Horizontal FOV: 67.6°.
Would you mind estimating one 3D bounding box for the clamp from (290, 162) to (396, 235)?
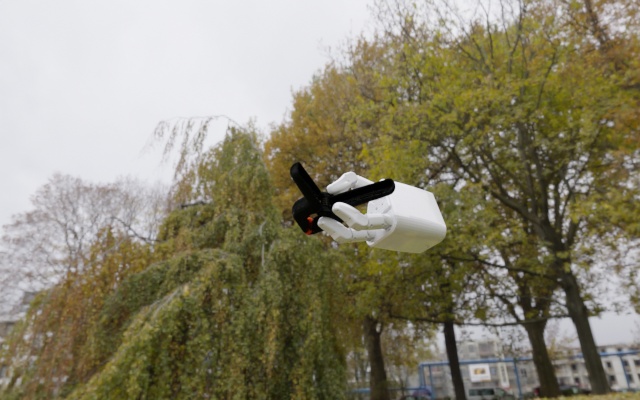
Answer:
[{"bbox_3d":[0.000,0.002,0.780,0.164,0.036,0.210,14,-30,-21],"label":"clamp"}]
